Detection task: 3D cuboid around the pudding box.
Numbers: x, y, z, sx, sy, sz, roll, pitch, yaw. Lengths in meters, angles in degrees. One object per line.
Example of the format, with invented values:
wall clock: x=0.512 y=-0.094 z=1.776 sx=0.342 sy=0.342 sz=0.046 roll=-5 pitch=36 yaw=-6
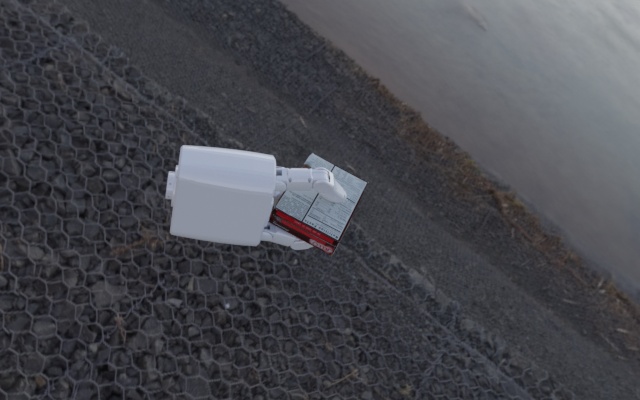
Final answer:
pudding box: x=0.000 y=0.002 z=0.604 sx=0.090 sy=0.113 sz=0.039 roll=29 pitch=-37 yaw=2
